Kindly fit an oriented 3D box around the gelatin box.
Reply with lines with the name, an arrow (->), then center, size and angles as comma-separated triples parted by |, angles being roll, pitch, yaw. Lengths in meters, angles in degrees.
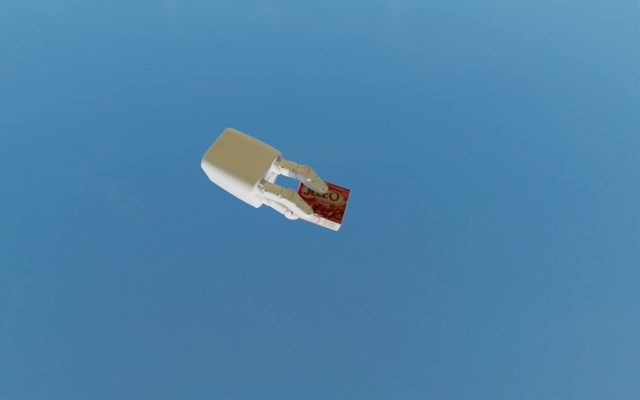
gelatin box -> 0.000, 0.003, 0.828 | 0.089, 0.073, 0.030 | 19, -31, -4
